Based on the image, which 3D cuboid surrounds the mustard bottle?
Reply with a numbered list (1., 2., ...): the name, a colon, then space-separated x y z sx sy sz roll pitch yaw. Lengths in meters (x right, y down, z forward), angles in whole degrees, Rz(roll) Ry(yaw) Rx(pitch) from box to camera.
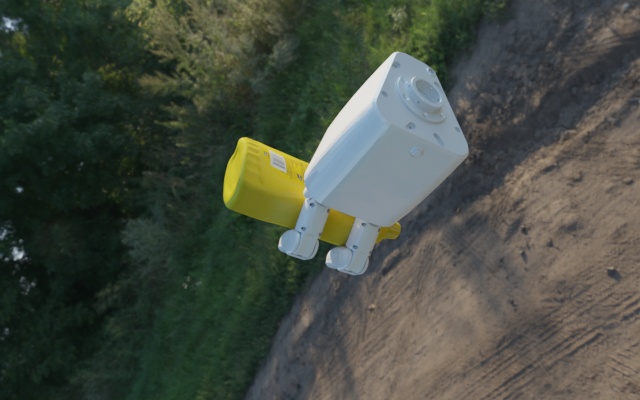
1. mustard bottle: 0.000 0.002 0.488 0.192 0.058 0.096 20 25 -21
